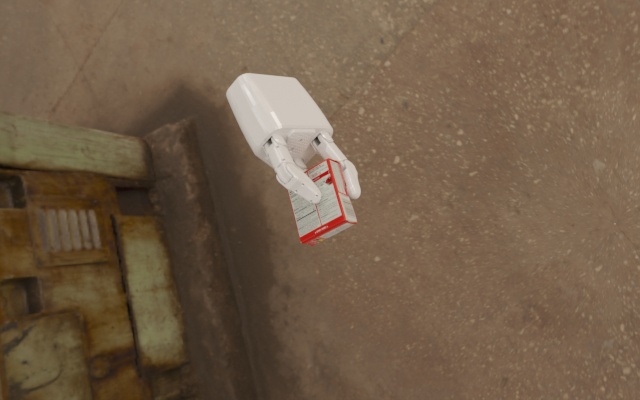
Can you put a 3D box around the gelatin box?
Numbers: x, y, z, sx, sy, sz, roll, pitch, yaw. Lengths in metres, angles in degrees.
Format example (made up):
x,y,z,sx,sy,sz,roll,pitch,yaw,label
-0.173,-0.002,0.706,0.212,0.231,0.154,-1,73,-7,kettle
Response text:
x,y,z,sx,sy,sz,roll,pitch,yaw,label
0.000,0.002,0.600,0.073,0.089,0.030,-29,-27,30,gelatin box
